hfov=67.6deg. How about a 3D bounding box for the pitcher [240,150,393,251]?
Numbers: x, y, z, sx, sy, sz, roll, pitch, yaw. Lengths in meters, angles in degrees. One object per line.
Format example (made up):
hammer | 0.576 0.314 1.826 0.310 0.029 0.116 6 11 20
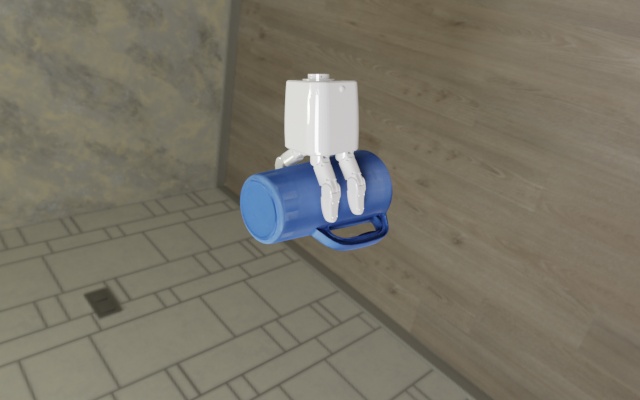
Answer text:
pitcher | 0.000 0.002 0.784 0.243 0.145 0.149 -13 21 -41
